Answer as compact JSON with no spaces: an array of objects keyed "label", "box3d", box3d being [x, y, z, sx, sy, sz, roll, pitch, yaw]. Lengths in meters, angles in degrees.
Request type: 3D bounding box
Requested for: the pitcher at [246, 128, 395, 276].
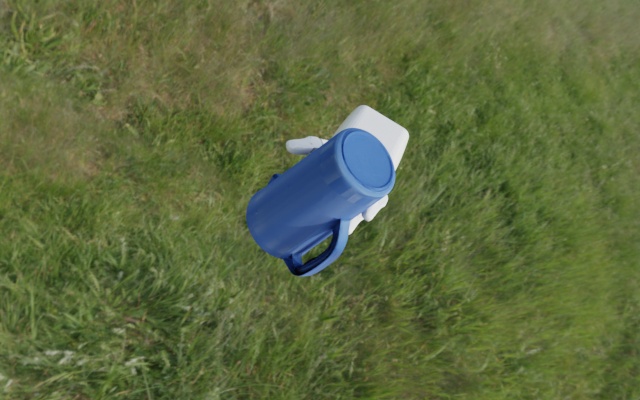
[{"label":"pitcher","box3d":[0.000,0.002,0.729,0.243,0.149,0.145,-35,15,47]}]
